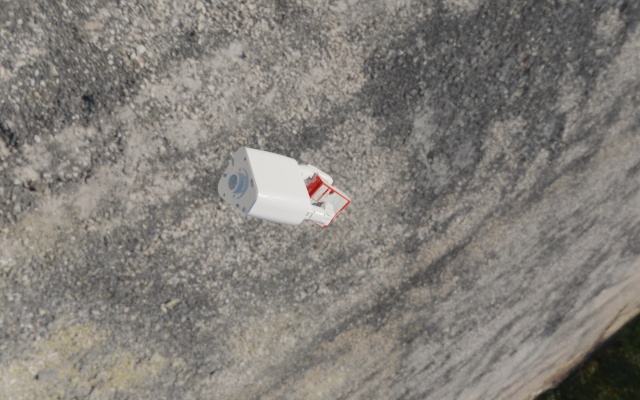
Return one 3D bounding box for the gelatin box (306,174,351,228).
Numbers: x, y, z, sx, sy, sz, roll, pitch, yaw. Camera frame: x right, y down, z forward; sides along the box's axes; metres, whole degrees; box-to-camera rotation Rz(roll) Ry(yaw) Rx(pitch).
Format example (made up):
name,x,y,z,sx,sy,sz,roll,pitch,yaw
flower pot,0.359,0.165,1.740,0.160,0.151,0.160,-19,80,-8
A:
name,x,y,z,sx,sy,sz,roll,pitch,yaw
gelatin box,0.001,0.003,0.860,0.089,0.073,0.030,32,16,-45
